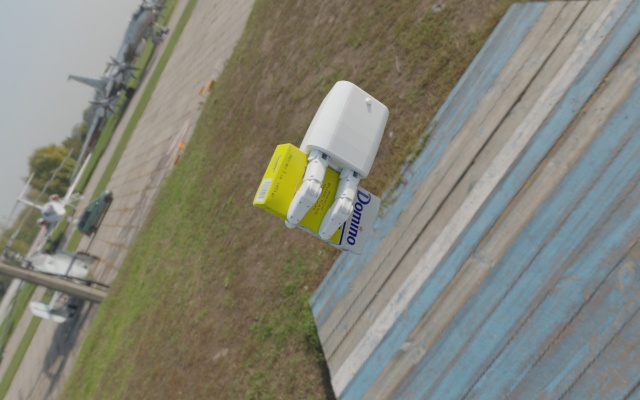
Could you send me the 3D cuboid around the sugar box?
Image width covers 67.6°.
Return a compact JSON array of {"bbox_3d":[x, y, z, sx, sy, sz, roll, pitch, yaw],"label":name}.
[{"bbox_3d":[0.000,0.002,0.678,0.176,0.093,0.048,28,-12,-26],"label":"sugar box"}]
